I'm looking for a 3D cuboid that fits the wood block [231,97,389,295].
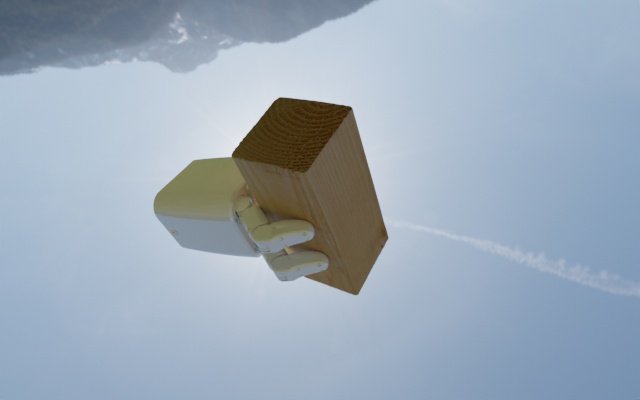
[{"bbox_3d":[0.000,0.001,0.515,0.090,0.090,0.206,14,-34,30],"label":"wood block"}]
